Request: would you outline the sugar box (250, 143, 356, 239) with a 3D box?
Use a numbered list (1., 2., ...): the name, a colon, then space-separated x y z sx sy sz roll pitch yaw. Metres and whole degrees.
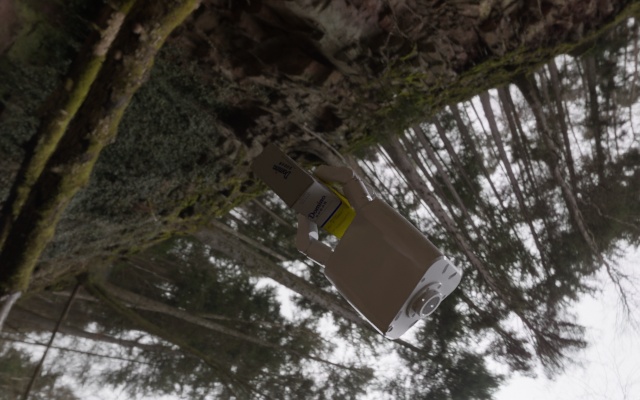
1. sugar box: 0.001 0.002 0.590 0.093 0.048 0.176 42 2 39
